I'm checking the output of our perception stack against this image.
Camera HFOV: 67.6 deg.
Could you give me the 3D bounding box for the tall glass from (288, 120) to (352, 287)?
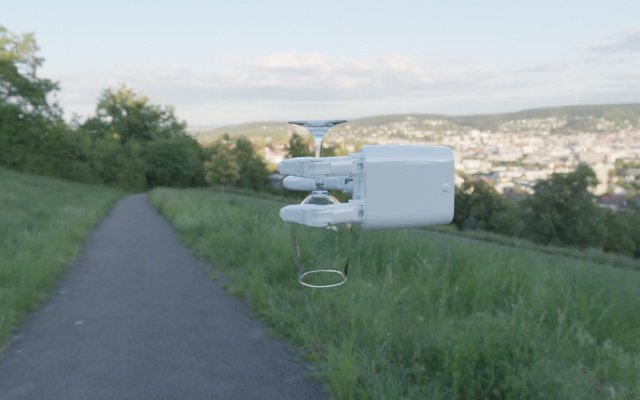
[{"bbox_3d":[0.000,0.001,0.593,0.079,0.201,0.079,-1,9,0],"label":"tall glass"}]
